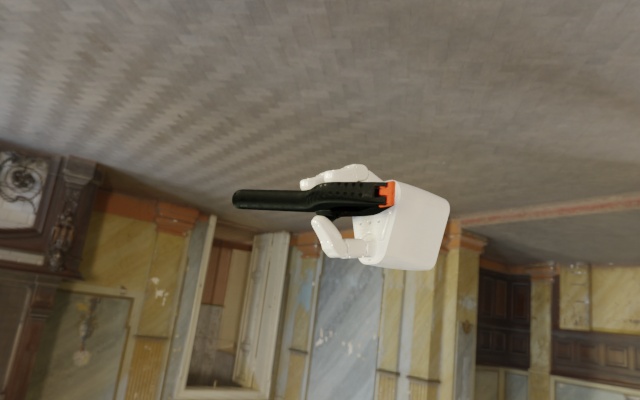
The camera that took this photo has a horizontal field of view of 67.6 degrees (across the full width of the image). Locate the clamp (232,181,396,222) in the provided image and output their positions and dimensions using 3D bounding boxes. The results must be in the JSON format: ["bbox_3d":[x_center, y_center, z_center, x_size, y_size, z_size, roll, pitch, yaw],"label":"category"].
[{"bbox_3d":[0.001,0.003,0.590,0.164,0.036,0.210,12,-14,-34],"label":"clamp"}]
